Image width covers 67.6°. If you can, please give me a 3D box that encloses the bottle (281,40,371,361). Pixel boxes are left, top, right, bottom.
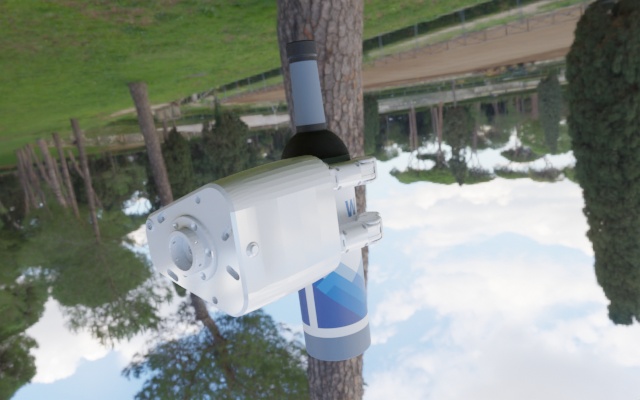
[{"bbox_3d":[0.000,0.002,0.456,0.069,0.296,0.069,-7,10,1],"label":"bottle"}]
